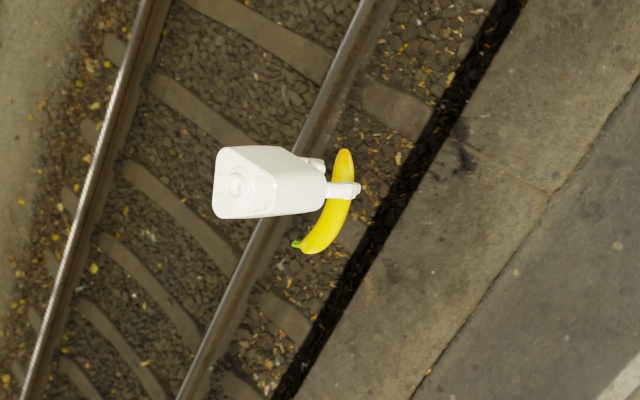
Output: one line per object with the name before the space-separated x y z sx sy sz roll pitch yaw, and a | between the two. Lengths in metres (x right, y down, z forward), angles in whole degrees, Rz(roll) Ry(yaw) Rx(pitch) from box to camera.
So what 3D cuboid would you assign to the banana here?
banana | 0.011 0.016 0.756 0.069 0.198 0.037 41 25 26
